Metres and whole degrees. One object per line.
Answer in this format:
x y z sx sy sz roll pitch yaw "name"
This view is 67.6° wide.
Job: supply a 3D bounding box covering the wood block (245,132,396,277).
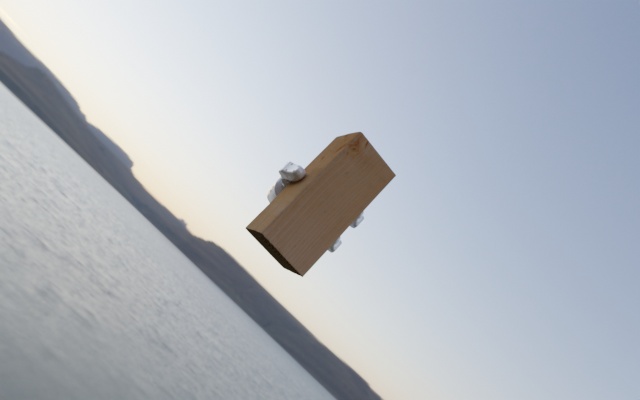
0.000 0.002 0.711 0.206 0.091 0.090 -46 18 -15 "wood block"
